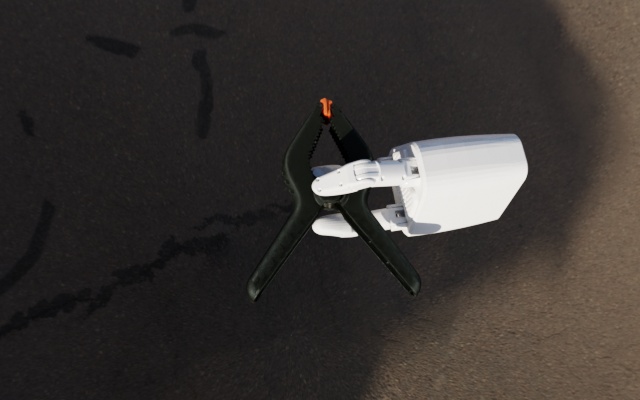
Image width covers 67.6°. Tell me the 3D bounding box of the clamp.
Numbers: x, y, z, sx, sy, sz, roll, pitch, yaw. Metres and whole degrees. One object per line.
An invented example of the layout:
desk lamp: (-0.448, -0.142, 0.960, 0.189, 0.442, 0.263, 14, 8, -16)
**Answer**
clamp: (0.000, 0.001, 0.471, 0.164, 0.210, 0.036, -8, -15, -7)
